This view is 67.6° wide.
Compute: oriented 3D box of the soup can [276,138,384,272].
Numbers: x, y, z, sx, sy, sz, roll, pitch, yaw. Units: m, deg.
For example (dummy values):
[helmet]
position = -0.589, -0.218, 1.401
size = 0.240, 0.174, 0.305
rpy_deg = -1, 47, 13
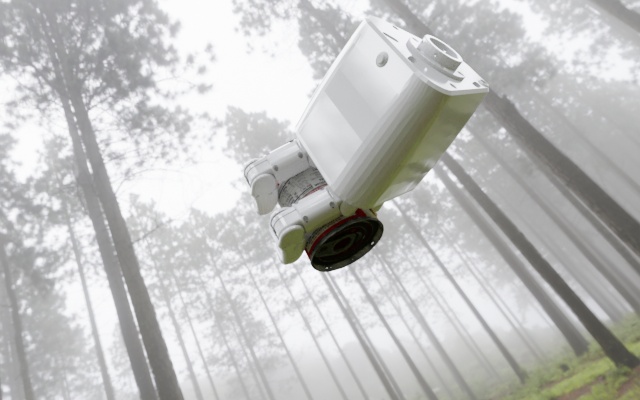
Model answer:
[soup can]
position = 0.000, 0.001, 0.418
size = 0.068, 0.102, 0.069
rpy_deg = -22, -33, -15
